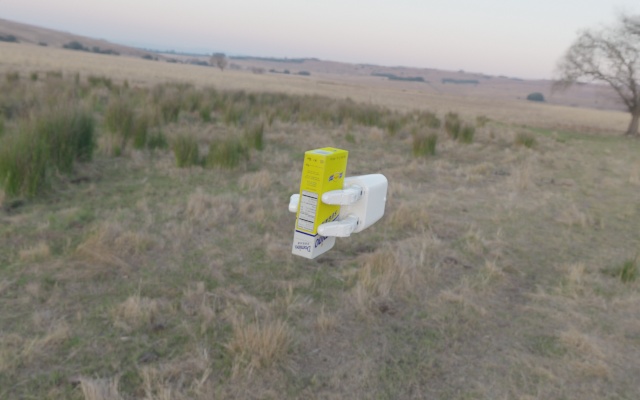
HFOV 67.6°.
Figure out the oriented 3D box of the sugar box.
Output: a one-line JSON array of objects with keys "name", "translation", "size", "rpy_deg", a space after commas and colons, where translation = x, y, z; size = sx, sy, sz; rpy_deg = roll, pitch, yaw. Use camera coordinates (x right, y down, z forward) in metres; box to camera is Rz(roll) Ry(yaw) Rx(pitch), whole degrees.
[{"name": "sugar box", "translation": [0.001, 0.003, 0.808], "size": [0.048, 0.176, 0.093], "rpy_deg": [12, 15, 25]}]
